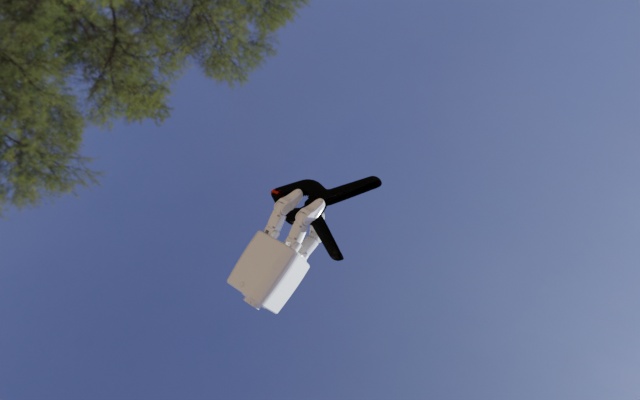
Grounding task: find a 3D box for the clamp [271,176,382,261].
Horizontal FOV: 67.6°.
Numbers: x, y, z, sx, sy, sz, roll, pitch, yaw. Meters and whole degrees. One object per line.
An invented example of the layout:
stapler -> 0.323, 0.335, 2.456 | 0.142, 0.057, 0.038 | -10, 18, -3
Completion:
clamp -> 0.000, 0.003, 0.862 | 0.210, 0.164, 0.036 | 23, -19, 38
